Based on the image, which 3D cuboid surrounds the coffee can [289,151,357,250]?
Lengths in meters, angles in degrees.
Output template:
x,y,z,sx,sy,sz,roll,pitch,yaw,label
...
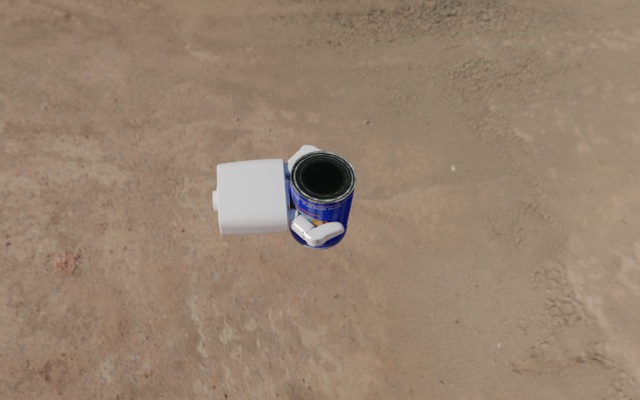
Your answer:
x,y,z,sx,sy,sz,roll,pitch,yaw,label
0.000,0.003,0.781,0.103,0.102,0.140,0,-35,-5,coffee can
